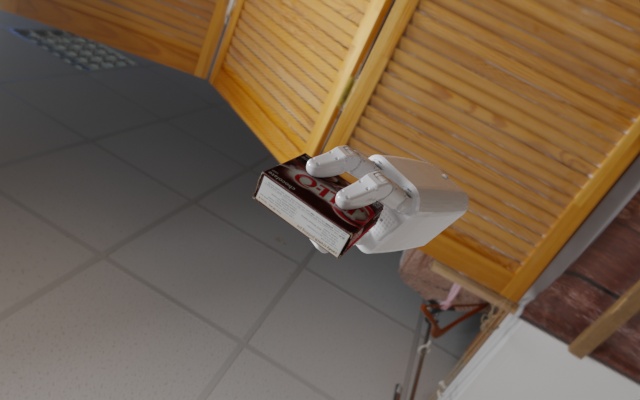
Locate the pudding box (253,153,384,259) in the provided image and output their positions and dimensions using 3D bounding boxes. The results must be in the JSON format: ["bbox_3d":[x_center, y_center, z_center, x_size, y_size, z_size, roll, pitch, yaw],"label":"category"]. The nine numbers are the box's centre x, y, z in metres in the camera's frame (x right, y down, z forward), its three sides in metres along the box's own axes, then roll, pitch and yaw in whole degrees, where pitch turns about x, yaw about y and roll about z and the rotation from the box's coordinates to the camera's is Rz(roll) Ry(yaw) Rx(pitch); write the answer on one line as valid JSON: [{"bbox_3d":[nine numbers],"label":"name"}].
[{"bbox_3d":[0.000,0.002,0.501,0.113,0.039,0.090,33,28,14],"label":"pudding box"}]
